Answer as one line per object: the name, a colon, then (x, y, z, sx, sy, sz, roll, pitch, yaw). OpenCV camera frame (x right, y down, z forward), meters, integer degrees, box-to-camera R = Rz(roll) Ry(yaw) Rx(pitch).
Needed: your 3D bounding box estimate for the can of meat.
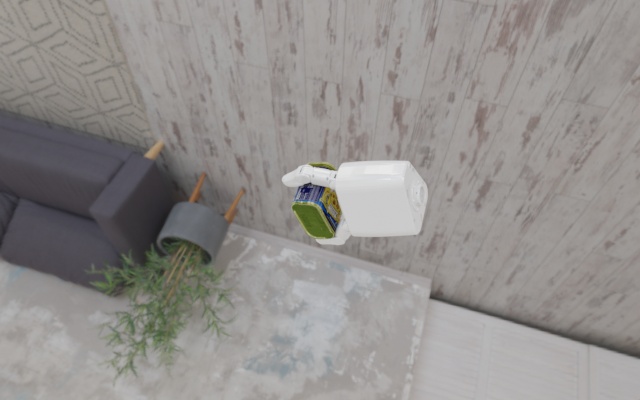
can of meat: (0.000, 0.003, 0.775, 0.057, 0.084, 0.102, 1, -38, 27)
